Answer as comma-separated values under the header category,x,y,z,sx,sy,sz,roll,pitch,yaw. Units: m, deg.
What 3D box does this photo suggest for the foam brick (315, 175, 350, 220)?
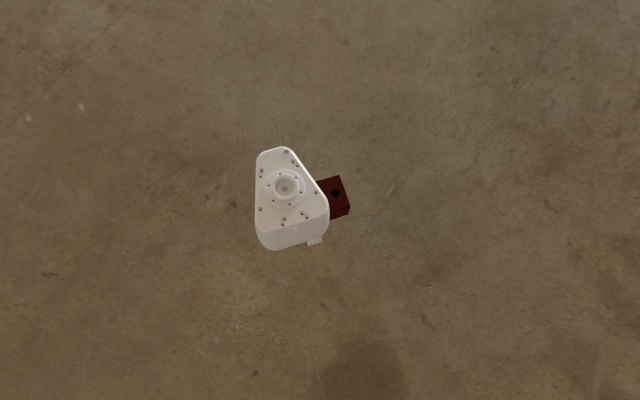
category,x,y,z,sx,sy,sz,roll,pitch,yaw
foam brick,0.000,0.002,0.714,0.078,0.053,0.051,-17,-15,-6
